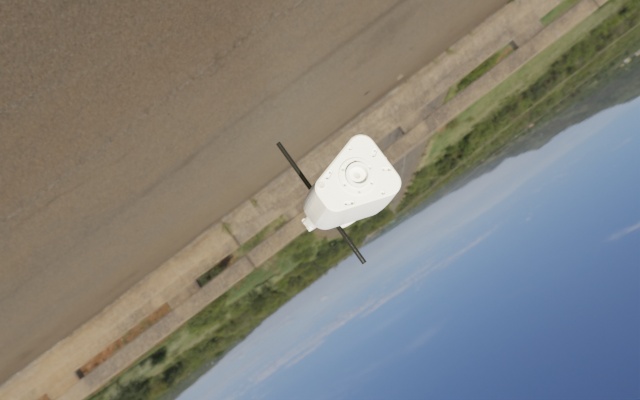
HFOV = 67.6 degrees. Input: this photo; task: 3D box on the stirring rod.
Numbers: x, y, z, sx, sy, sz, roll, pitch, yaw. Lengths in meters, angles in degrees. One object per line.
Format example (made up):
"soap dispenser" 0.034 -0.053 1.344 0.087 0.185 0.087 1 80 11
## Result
"stirring rod" 0.000 0.002 0.772 0.011 0.239 0.011 -35 -6 -5
